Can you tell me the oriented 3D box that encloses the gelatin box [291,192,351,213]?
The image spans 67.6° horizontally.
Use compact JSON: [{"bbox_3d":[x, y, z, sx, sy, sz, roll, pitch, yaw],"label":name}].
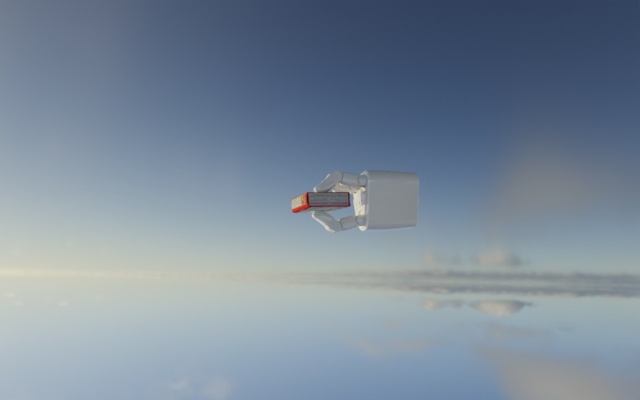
[{"bbox_3d":[0.000,0.003,0.885,0.089,0.030,0.073,-1,-9,-27],"label":"gelatin box"}]
